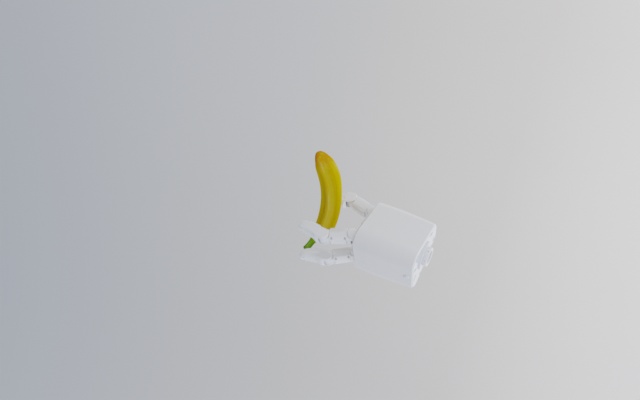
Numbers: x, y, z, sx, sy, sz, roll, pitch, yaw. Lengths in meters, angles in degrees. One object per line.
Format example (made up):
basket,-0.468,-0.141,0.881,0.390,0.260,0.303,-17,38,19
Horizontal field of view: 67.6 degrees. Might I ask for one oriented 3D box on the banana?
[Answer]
banana,0.010,-0.002,0.814,0.037,0.198,0.069,23,36,25
